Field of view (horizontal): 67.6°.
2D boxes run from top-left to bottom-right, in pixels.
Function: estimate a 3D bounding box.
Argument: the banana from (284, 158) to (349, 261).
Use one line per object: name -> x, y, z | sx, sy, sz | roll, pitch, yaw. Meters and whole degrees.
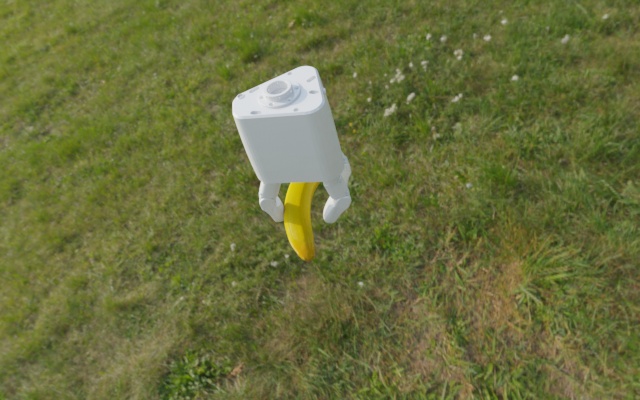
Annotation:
banana -> -0.017, -0.003, 0.683 | 0.069, 0.197, 0.037 | 8, -39, 17
